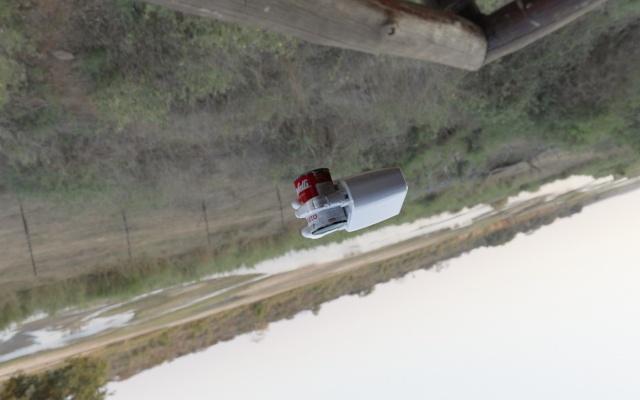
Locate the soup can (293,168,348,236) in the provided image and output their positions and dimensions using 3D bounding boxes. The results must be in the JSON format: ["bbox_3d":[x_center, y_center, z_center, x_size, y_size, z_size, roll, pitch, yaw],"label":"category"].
[{"bbox_3d":[0.000,0.003,0.837,0.068,0.102,0.068,-19,-11,-4],"label":"soup can"}]
